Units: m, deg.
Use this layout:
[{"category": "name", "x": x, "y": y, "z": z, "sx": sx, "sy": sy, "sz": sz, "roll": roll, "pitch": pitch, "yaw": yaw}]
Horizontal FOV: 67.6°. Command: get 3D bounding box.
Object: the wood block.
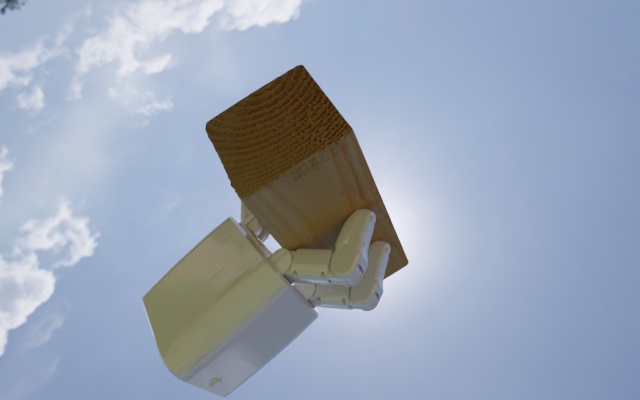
[{"category": "wood block", "x": 0.000, "y": 0.001, "z": 0.415, "sx": 0.090, "sy": 0.090, "sz": 0.206, "roll": -32, "pitch": -37, "yaw": -1}]
